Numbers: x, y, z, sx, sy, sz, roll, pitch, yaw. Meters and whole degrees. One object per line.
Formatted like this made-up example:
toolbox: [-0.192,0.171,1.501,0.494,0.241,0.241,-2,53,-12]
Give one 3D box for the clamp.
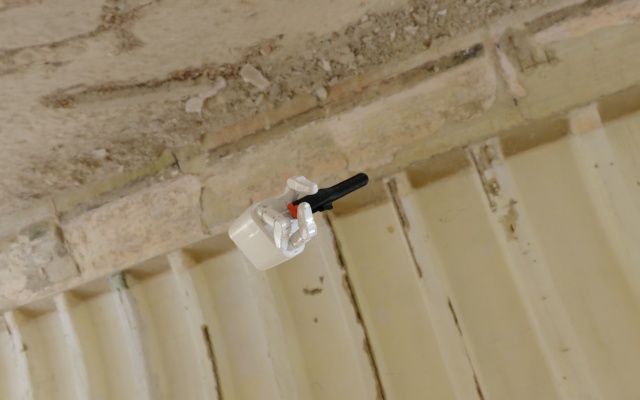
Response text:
clamp: [0.000,0.003,0.862,0.171,0.039,0.120,-20,-19,-40]
